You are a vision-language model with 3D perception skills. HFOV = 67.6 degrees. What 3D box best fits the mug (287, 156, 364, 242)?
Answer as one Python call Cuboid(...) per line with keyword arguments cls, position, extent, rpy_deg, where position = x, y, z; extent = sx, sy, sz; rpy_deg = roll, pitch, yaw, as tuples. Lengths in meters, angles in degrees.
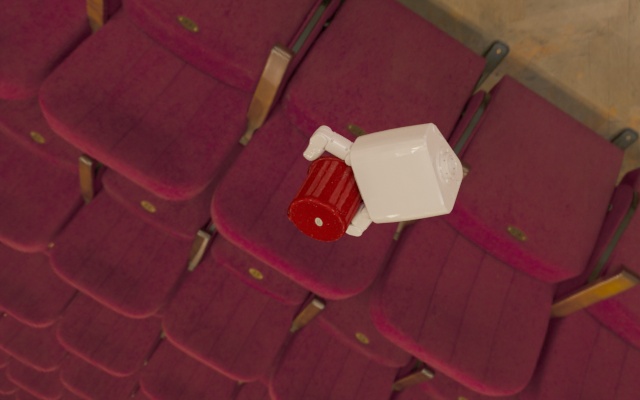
Cuboid(cls="mug", position=(-0.001, 0.002, 0.652), extent=(0.117, 0.093, 0.081), rpy_deg=(-10, 37, 38))
